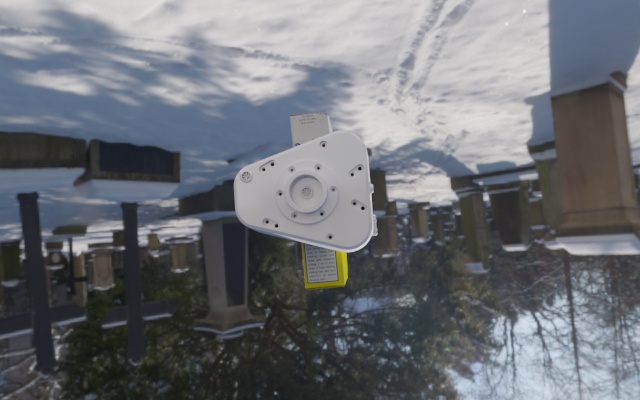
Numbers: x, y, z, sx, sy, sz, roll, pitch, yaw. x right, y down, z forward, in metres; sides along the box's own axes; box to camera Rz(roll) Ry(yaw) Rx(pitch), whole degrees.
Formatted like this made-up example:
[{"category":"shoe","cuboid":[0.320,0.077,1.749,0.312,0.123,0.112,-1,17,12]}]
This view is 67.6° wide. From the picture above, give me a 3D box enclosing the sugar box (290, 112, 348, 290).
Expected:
[{"category":"sugar box","cuboid":[0.001,0.002,0.515,0.048,0.176,0.093,-4,-4,4]}]
